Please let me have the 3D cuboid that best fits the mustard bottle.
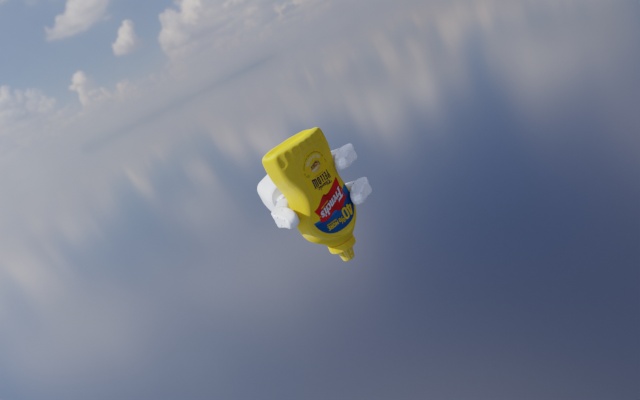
[{"bbox_3d":[0.000,0.002,0.668,0.058,0.192,0.096,-6,27,49],"label":"mustard bottle"}]
